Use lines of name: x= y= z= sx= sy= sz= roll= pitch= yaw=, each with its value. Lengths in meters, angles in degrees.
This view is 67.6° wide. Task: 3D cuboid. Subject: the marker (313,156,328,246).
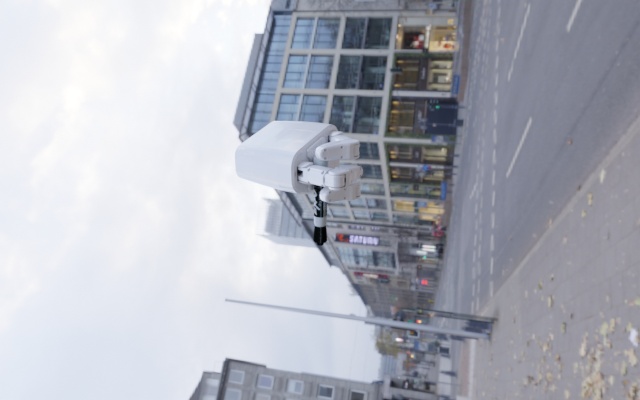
marker: x=0.000 y=0.002 z=0.627 sx=0.020 sy=0.121 sz=0.020 roll=0 pitch=18 yaw=0
